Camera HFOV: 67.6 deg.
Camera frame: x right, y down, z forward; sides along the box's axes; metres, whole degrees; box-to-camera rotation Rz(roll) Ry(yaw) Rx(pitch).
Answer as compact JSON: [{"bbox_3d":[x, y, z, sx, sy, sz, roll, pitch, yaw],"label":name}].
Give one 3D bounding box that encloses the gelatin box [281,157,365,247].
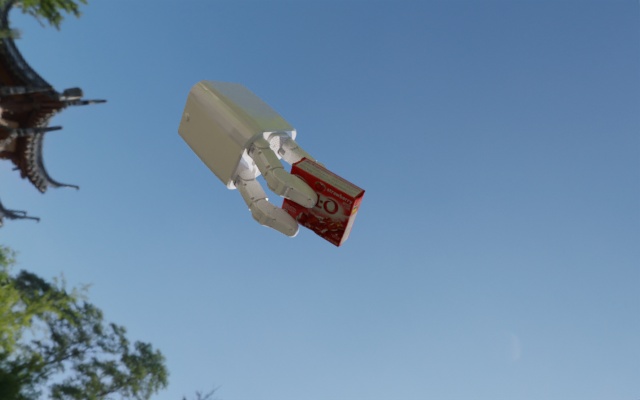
[{"bbox_3d":[0.001,0.002,0.564,0.089,0.073,0.030,30,36,17],"label":"gelatin box"}]
